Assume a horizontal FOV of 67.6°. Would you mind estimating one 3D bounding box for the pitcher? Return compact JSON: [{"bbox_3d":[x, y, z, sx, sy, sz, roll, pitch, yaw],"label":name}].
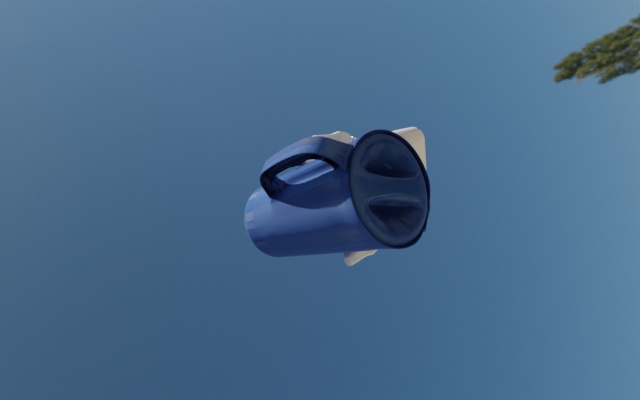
[{"bbox_3d":[0.000,0.002,0.600,0.145,0.149,0.243,-23,4,-41],"label":"pitcher"}]
